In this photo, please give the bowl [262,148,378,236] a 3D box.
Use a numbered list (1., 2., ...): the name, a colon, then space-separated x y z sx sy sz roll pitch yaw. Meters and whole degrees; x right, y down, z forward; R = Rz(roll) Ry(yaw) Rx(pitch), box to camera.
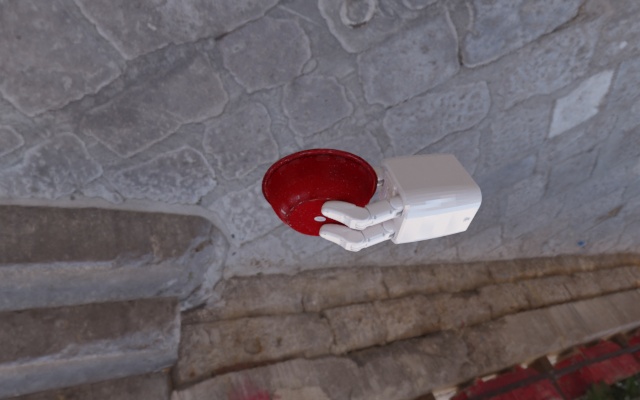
1. bowl: -0.001 0.003 0.648 0.162 0.055 0.162 -2 -35 -1
